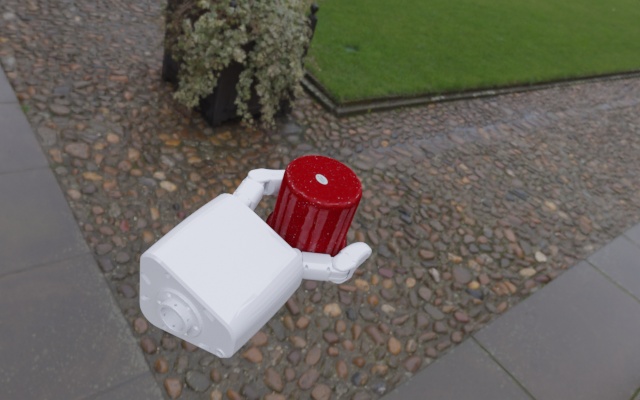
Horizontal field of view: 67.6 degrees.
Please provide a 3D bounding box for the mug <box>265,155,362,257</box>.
[{"bbox_3d":[0.001,0.001,0.507,0.093,0.082,0.117,30,41,13],"label":"mug"}]
